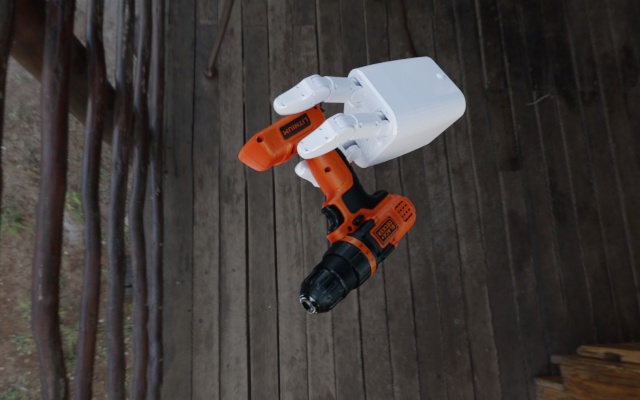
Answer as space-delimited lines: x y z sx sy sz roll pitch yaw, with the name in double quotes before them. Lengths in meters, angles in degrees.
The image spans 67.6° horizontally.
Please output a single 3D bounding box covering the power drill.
"power drill" 0.000 0.001 0.508 0.184 0.187 0.057 -40 3 -39
